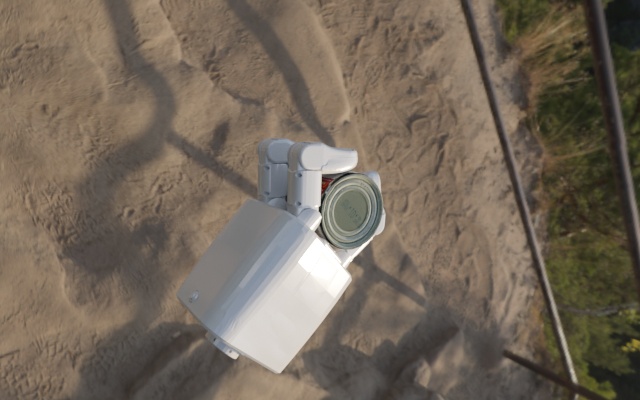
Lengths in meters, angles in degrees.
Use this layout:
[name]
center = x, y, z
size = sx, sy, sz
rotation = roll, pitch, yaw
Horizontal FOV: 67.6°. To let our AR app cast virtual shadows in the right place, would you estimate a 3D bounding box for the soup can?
[soup can]
center = 0.001, 0.001, 0.439
size = 0.068, 0.068, 0.102
rotation = 0, 9, -33
